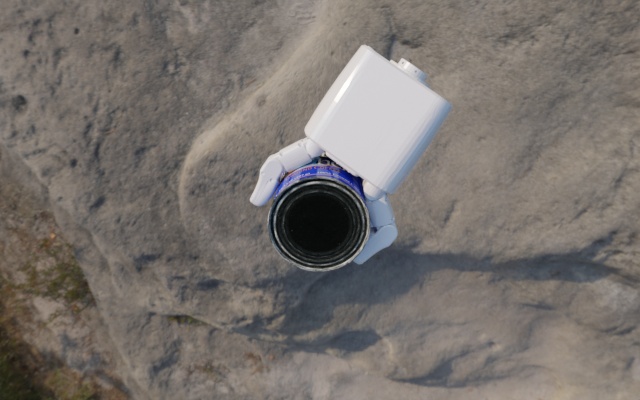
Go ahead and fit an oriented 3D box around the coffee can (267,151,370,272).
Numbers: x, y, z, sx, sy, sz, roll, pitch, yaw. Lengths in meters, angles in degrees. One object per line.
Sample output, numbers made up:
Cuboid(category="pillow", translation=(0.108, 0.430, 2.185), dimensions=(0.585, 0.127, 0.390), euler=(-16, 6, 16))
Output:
Cuboid(category="coffee can", translation=(0.000, 0.002, 0.536), dimensions=(0.103, 0.103, 0.140), euler=(0, 20, 2))
